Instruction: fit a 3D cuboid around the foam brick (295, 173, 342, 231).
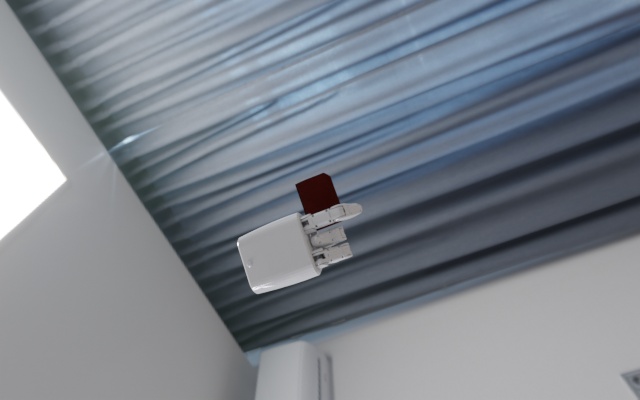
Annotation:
[{"bbox_3d":[0.000,0.002,0.756,0.051,0.078,0.053,-21,-10,10],"label":"foam brick"}]
